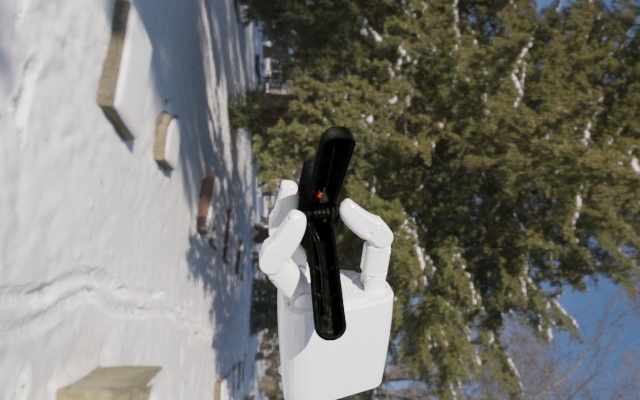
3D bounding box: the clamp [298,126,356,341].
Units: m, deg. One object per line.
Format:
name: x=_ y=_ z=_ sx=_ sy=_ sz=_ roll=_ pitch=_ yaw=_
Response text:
clamp: x=0.001 y=0.002 z=0.438 sx=0.036 sy=0.165 sz=0.210 roll=2 pitch=18 yaw=-8
